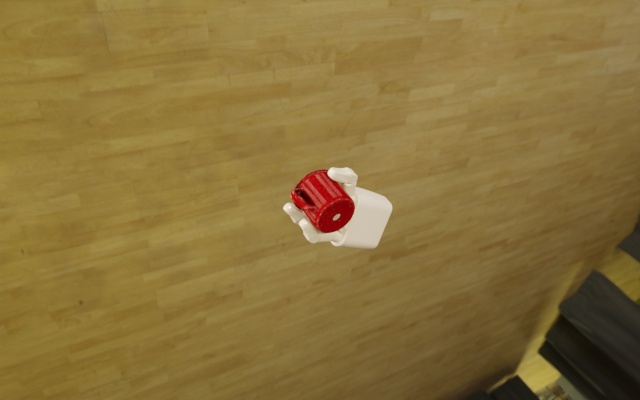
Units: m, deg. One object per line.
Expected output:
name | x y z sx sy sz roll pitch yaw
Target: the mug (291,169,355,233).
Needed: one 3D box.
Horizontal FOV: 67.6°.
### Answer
mug | -0.001 0.003 0.849 0.117 0.093 0.081 10 30 -42
